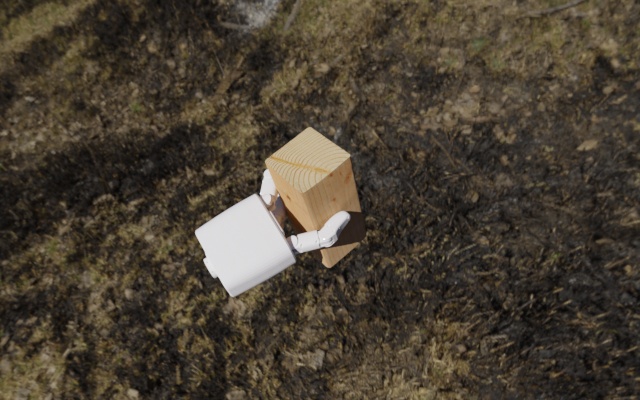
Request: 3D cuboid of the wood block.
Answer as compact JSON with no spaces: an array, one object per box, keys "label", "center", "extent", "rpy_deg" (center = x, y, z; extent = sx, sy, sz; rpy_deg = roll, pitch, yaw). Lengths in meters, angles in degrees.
[{"label":"wood block","center":[0.000,0.003,0.739],"extent":[0.090,0.090,0.206],"rpy_deg":[40,-19,33]}]
